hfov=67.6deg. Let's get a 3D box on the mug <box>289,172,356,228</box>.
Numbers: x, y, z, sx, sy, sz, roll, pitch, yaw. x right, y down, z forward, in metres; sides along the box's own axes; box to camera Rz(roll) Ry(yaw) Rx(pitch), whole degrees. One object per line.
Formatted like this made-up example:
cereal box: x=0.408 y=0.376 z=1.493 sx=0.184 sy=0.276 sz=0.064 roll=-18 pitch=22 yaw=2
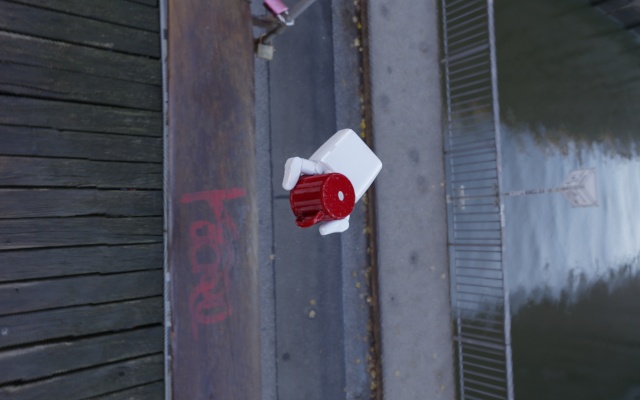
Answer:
mug: x=-0.001 y=0.004 z=0.827 sx=0.081 sy=0.093 sz=0.117 roll=-7 pitch=35 yaw=48
